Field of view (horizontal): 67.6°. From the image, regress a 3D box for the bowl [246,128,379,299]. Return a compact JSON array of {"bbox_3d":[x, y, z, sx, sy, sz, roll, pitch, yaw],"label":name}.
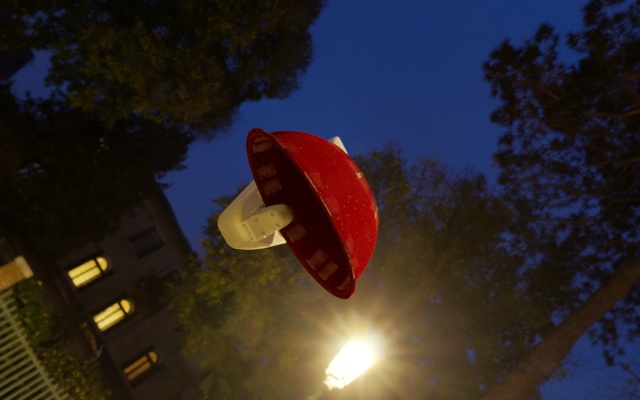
[{"bbox_3d":[0.001,0.001,0.408,0.055,0.162,0.162,-30,10,-18],"label":"bowl"}]
